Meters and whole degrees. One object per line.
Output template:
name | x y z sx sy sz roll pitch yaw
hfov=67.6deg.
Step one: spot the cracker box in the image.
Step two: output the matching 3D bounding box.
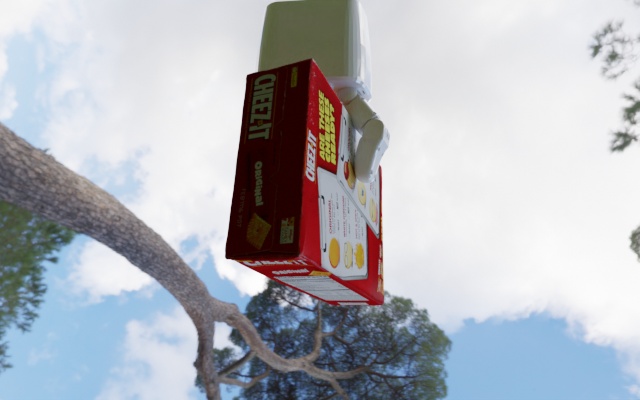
cracker box | 0.000 0.002 0.451 0.072 0.164 0.214 -6 -23 22
